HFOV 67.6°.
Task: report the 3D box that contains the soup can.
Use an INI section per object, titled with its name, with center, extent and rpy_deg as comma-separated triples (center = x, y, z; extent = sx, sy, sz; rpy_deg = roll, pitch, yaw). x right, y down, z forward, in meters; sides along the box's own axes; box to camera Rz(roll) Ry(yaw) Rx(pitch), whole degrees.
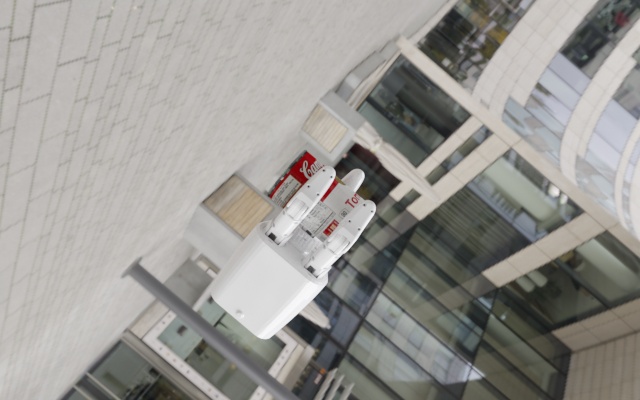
[soup can]
center = 0.001, 0.002, 0.533
extent = 0.102, 0.068, 0.068
rpy_deg = 41, -1, -1
